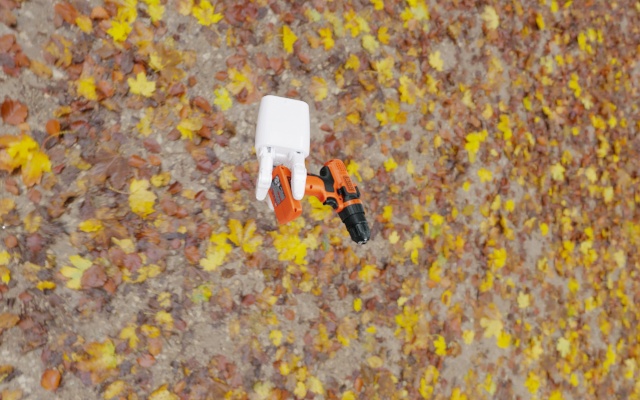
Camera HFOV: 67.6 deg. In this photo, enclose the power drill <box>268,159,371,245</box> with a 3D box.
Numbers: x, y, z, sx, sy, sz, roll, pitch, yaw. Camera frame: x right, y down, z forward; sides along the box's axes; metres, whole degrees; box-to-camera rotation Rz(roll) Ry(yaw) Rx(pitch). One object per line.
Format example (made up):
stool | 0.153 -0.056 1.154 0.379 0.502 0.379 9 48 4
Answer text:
power drill | 0.000 0.003 0.893 0.187 0.184 0.057 0 -32 -42
